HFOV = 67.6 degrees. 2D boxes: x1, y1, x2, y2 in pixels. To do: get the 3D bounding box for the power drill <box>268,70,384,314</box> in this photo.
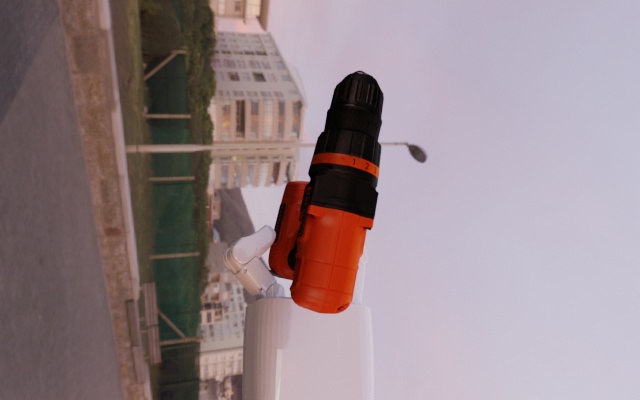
[{"bbox_3d":[0.000,0.002,0.420,0.057,0.184,0.188,15,-12,-8],"label":"power drill"}]
